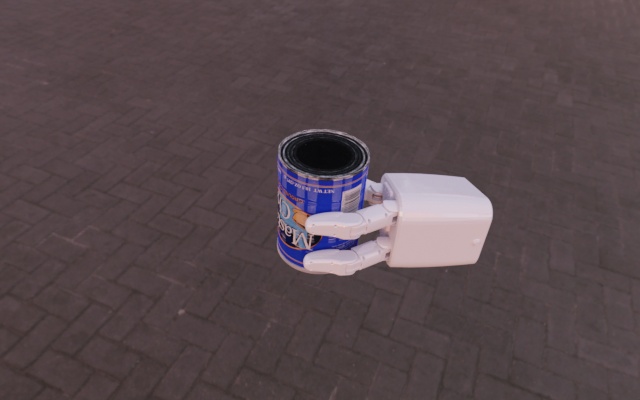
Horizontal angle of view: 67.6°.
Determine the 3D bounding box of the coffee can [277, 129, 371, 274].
[{"bbox_3d":[0.000,0.002,0.565,0.103,0.140,0.102,3,38,-2],"label":"coffee can"}]
